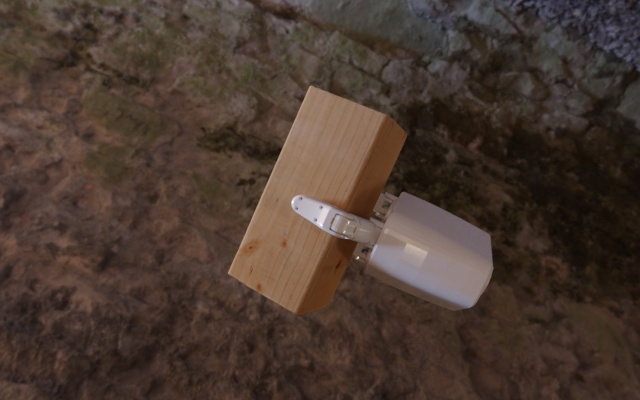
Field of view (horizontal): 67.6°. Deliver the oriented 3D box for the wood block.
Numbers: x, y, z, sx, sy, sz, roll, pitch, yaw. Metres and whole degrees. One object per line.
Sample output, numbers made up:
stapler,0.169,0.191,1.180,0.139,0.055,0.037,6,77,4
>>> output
wood block,0.000,0.002,0.496,0.090,0.206,0.091,26,5,21
